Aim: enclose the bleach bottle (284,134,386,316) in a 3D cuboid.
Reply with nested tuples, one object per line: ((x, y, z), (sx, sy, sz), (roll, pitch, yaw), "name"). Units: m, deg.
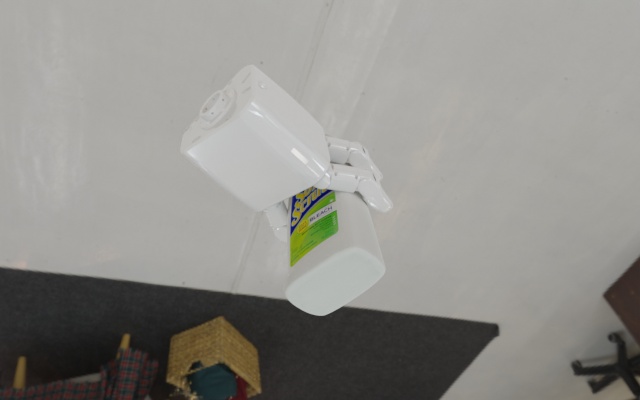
((0.000, 0.002, 0.553), (0.102, 0.250, 0.068), (-37, -55, 20), "bleach bottle")
